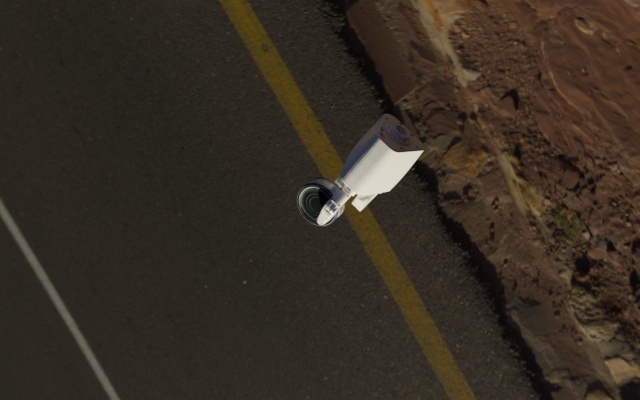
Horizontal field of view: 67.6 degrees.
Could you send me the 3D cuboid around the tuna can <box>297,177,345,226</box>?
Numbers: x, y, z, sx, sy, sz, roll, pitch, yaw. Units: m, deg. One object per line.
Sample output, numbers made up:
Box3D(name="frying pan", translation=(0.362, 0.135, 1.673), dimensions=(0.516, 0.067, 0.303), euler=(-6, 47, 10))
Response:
Box3D(name="tuna can", translation=(0.000, 0.003, 0.874), dimensions=(0.086, 0.086, 0.033), euler=(0, 24, 31))
